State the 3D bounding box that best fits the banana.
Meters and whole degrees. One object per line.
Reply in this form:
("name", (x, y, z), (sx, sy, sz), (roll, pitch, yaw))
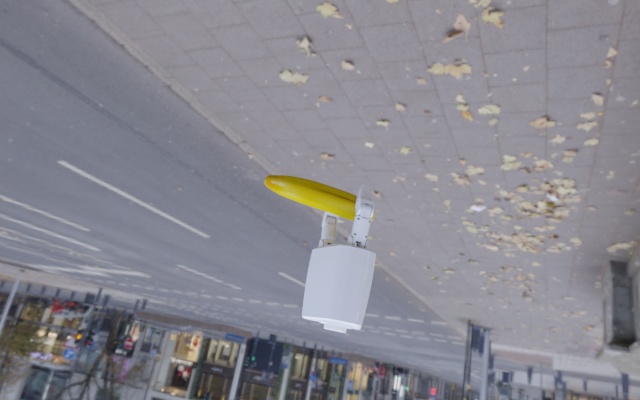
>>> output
("banana", (0.013, 0.002, 0.715), (0.198, 0.037, 0.069), (20, -16, -30))
